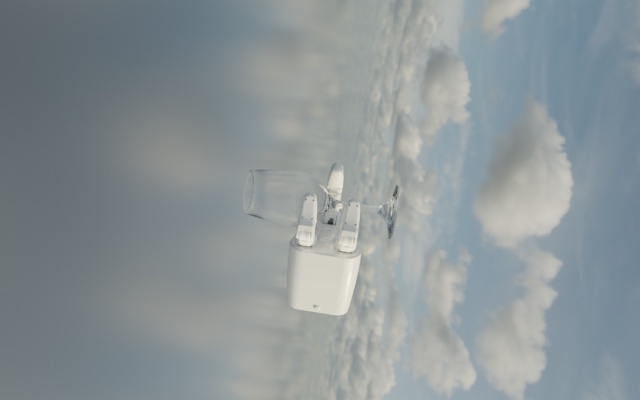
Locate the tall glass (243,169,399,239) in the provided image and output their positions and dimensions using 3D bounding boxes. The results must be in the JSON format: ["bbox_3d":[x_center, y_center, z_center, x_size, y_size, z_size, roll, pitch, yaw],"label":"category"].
[{"bbox_3d":[0.001,0.002,0.647,0.201,0.079,0.079,8,0,2],"label":"tall glass"}]
